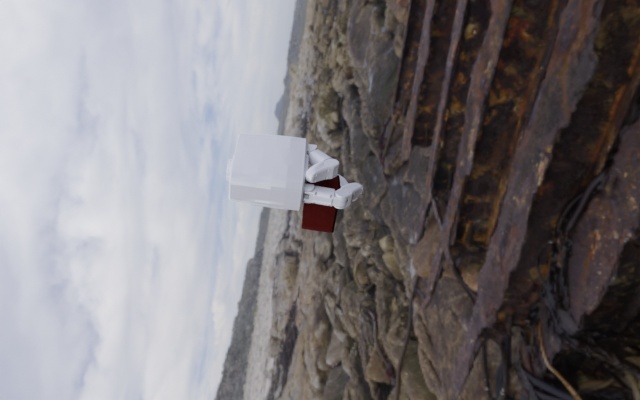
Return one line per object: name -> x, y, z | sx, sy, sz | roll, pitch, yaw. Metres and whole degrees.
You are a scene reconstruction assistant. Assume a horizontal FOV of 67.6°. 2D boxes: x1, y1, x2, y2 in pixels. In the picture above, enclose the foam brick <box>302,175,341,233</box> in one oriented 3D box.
foam brick -> 0.000, 0.003, 0.744 | 0.051, 0.078, 0.053 | 5, 34, -5
